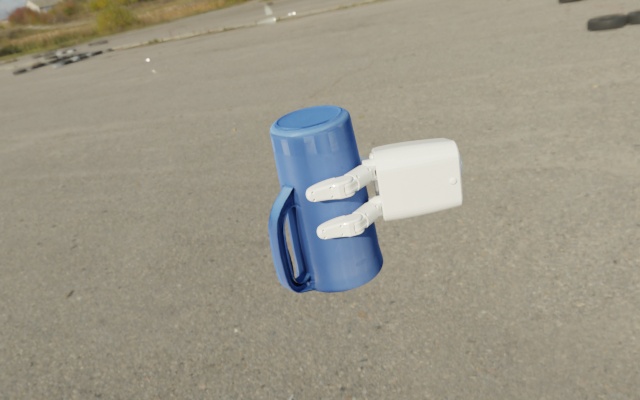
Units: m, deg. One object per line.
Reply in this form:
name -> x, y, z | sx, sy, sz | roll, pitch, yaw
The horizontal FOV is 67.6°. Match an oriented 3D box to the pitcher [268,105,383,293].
pitcher -> 0.000, 0.002, 0.665 | 0.145, 0.243, 0.149 | -10, 26, 6
